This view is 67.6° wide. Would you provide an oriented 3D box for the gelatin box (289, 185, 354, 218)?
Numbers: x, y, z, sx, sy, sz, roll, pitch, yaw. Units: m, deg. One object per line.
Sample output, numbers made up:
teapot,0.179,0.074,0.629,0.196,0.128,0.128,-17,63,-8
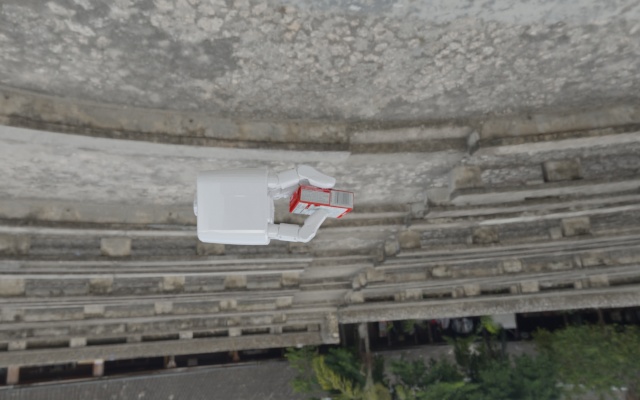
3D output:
gelatin box,0.000,0.003,0.755,0.089,0.030,0.073,8,-16,-12
